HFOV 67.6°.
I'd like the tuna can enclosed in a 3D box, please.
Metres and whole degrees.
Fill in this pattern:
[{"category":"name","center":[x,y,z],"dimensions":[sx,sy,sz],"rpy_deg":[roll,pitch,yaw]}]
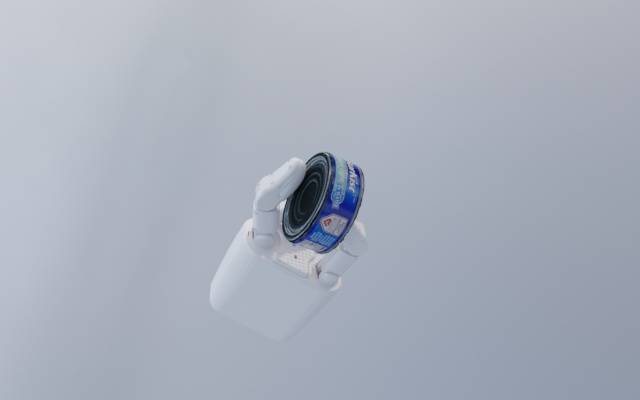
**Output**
[{"category":"tuna can","center":[0.000,0.001,0.418],"dimensions":[0.034,0.086,0.086],"rpy_deg":[23,-10,-23]}]
